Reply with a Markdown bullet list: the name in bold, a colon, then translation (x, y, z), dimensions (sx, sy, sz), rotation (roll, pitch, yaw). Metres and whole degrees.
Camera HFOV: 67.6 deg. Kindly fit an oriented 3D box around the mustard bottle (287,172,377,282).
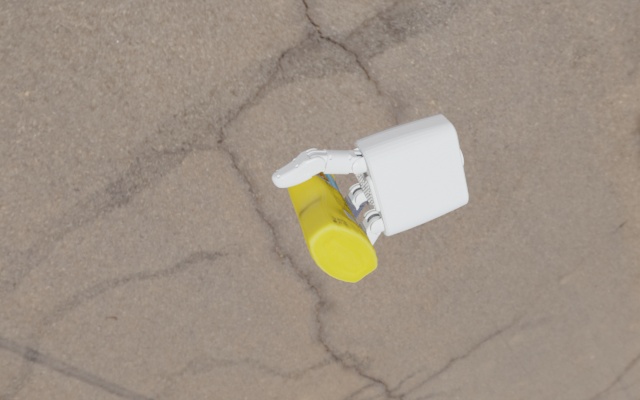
- **mustard bottle**: translation (0.000, 0.002, 0.558), dimensions (0.096, 0.058, 0.191), rotation (42, 15, -38)
